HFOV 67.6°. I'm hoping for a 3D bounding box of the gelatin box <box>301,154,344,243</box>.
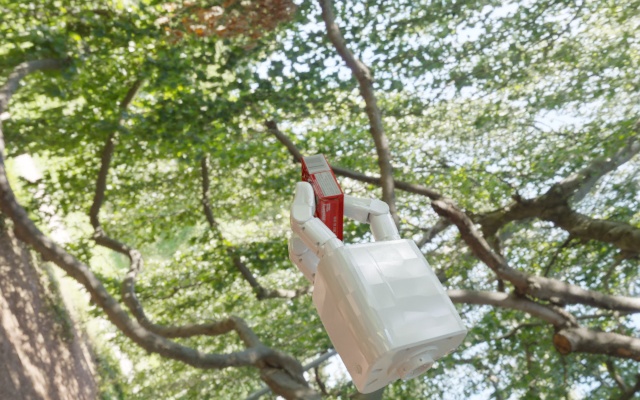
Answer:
[{"bbox_3d":[0.000,0.001,0.534,0.030,0.073,0.089,-8,38,-12],"label":"gelatin box"}]
